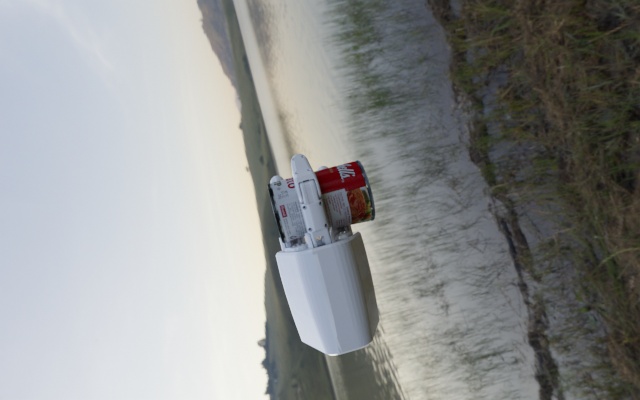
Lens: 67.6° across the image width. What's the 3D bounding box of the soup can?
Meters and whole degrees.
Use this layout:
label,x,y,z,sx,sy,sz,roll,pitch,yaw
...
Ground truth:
label,x,y,z,sx,sy,sz,roll,pitch,yaw
soup can,0.000,0.001,0.515,0.102,0.068,0.068,-15,1,-4
